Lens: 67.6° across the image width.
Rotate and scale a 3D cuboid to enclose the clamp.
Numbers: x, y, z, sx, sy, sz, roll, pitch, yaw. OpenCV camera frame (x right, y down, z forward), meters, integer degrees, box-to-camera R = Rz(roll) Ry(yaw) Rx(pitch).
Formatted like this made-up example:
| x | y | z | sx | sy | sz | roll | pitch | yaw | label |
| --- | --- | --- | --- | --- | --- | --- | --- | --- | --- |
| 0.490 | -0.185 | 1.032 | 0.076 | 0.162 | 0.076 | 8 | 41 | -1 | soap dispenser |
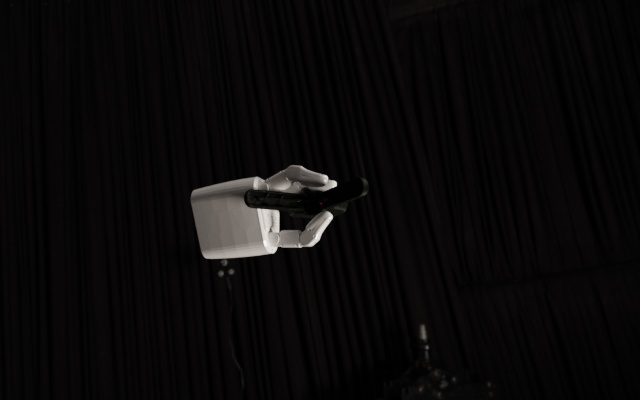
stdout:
| x | y | z | sx | sy | sz | roll | pitch | yaw | label |
| --- | --- | --- | --- | --- | --- | --- | --- | --- | --- |
| 0.000 | 0.003 | 0.707 | 0.164 | 0.036 | 0.210 | -6 | -10 | 13 | clamp |
